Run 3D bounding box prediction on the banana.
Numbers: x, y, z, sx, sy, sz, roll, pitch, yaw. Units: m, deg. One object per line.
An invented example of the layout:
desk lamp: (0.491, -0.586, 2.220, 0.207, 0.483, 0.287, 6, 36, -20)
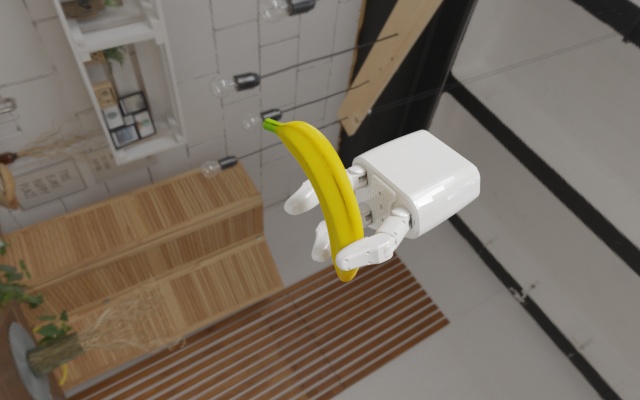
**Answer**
banana: (0.008, -0.002, 0.492, 0.037, 0.198, 0.069, -30, 12, -27)
